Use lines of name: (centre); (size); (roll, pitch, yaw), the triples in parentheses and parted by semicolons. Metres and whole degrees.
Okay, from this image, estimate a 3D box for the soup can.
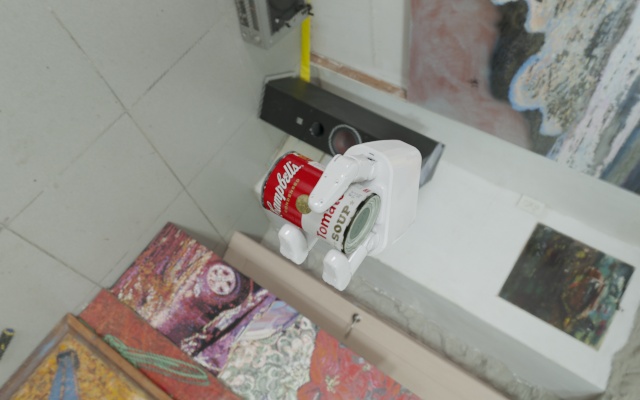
soup can: (0.000, 0.002, 0.478); (0.102, 0.068, 0.068); (29, 12, 22)
